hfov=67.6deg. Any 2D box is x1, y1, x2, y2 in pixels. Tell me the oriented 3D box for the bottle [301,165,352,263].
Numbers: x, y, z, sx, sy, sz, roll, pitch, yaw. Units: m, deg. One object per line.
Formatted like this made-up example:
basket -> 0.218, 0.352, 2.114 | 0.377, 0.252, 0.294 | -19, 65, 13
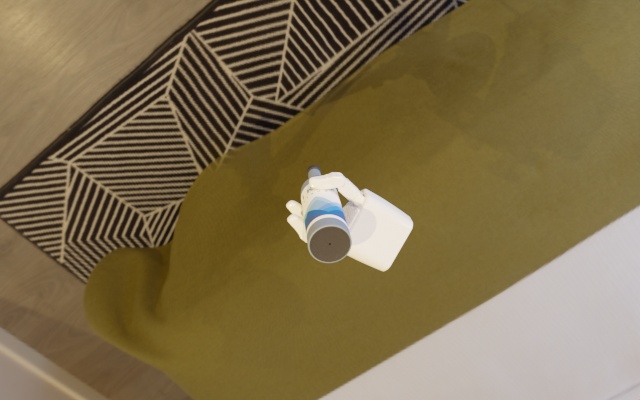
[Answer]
bottle -> 0.000, 0.003, 0.842 | 0.069, 0.069, 0.295 | 0, 25, -6
